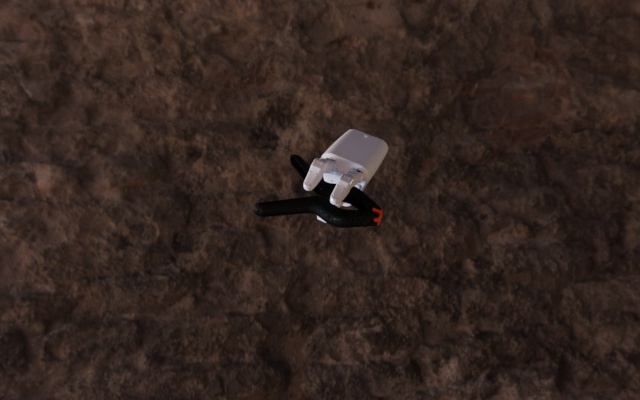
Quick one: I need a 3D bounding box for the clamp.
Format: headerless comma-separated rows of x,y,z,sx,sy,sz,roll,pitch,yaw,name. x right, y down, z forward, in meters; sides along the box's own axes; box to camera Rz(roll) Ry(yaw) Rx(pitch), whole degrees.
0.001,0.003,0.821,0.210,0.036,0.164,24,47,17,clamp
